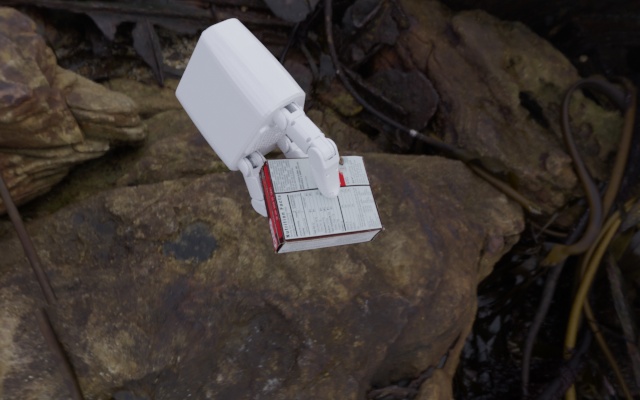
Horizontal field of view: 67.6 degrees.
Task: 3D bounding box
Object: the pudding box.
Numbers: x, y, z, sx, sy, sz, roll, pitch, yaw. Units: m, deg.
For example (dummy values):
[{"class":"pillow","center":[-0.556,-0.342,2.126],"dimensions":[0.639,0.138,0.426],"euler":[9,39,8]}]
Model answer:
[{"class":"pudding box","center":[0.000,0.001,0.490],"dimensions":[0.113,0.090,0.039],"euler":[-6,-21,-21]}]
